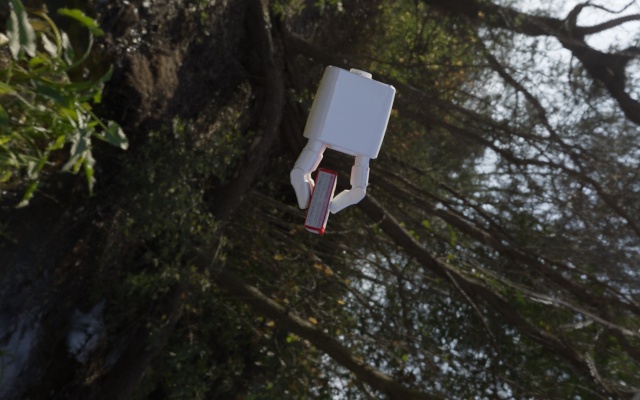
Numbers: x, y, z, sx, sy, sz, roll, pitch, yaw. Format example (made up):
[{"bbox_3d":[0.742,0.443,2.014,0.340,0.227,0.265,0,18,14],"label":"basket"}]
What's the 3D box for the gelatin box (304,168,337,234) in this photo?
[{"bbox_3d":[0.000,0.003,0.708,0.030,0.089,0.073,14,-7,3],"label":"gelatin box"}]
